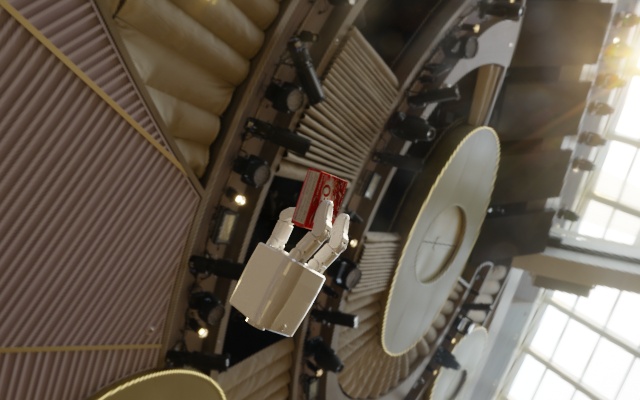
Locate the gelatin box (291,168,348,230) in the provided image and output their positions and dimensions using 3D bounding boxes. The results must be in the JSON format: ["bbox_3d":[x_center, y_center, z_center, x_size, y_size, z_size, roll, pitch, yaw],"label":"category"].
[{"bbox_3d":[0.000,0.002,0.734,0.030,0.089,0.073,17,0,38],"label":"gelatin box"}]
